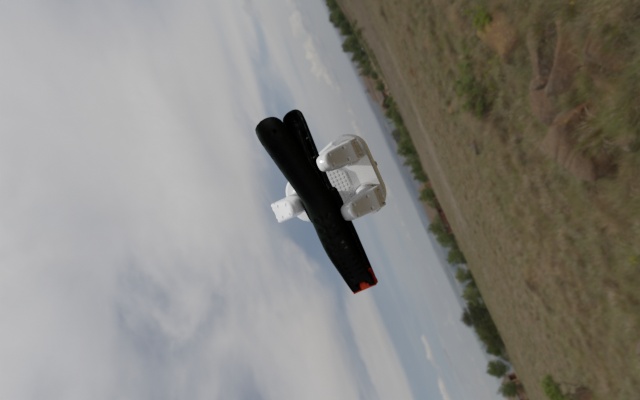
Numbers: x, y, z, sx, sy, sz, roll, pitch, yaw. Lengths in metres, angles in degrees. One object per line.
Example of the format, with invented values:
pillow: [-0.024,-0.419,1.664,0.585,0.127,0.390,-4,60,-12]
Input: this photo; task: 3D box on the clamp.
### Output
clamp: [0.000,0.002,0.478,0.036,0.210,0.164,-25,3,11]
